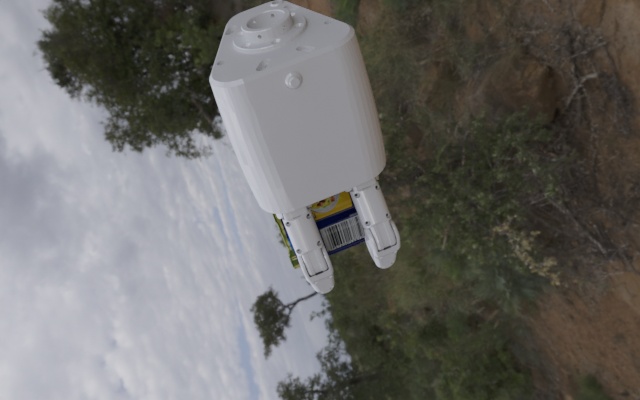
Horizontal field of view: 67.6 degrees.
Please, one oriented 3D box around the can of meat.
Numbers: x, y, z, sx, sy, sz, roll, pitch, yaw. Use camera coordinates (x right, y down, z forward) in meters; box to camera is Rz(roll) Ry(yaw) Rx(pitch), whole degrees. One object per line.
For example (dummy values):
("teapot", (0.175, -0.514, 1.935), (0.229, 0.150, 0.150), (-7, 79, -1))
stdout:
("can of meat", (0.000, 0.001, 0.417), (0.084, 0.057, 0.102), (-21, 45, -3))
